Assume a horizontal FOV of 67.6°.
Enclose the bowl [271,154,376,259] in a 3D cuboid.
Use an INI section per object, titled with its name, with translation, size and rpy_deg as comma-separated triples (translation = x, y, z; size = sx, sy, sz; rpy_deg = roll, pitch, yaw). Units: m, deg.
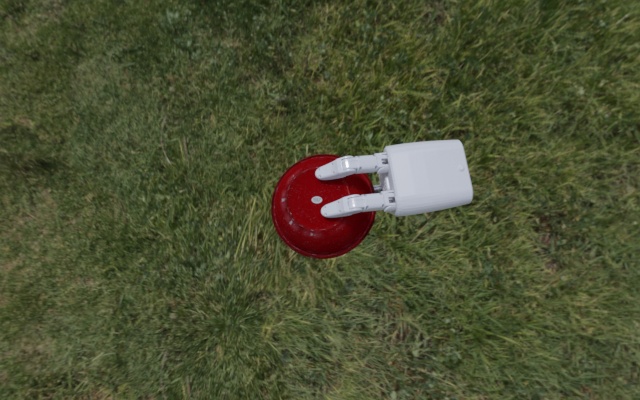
[bowl]
translation = -0.001, 0.003, 0.695
size = 0.162, 0.162, 0.055
rpy_deg = 0, -12, 9
